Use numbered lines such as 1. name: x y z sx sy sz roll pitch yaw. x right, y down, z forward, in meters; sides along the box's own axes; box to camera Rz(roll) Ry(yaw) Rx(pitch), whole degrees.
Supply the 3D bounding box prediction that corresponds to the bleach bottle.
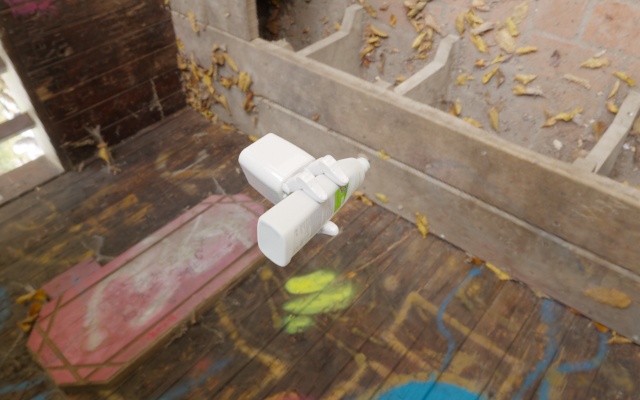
1. bleach bottle: 0.000 0.003 0.843 0.068 0.103 0.250 35 54 23
